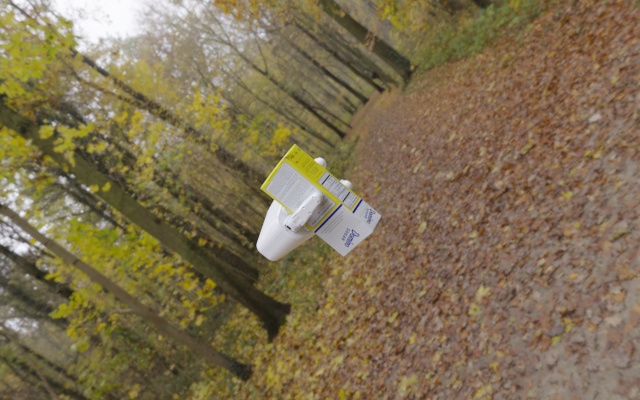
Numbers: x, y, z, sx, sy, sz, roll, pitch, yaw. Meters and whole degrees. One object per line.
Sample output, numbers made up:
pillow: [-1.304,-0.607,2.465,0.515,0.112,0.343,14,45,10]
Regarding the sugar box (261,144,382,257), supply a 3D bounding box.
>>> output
sugar box: [0.000,0.002,0.750,0.093,0.176,0.048,-47,7,47]
